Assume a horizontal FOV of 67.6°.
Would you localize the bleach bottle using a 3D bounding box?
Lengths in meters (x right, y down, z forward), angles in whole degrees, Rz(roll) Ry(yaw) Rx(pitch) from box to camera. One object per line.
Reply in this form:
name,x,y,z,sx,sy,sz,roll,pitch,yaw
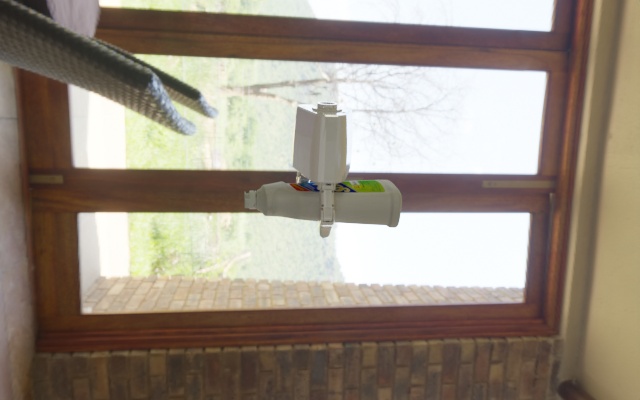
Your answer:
bleach bottle,0.000,0.003,0.797,0.251,0.068,0.102,0,20,-8
